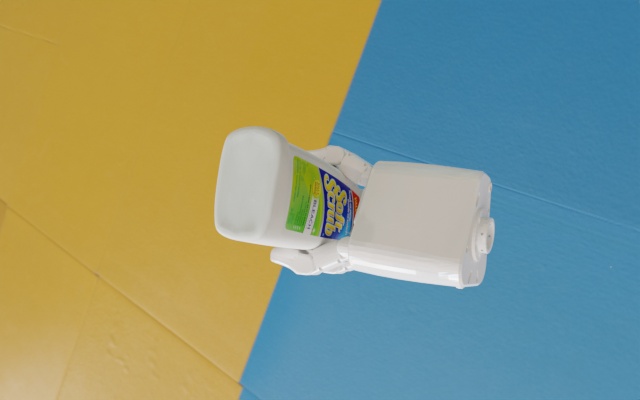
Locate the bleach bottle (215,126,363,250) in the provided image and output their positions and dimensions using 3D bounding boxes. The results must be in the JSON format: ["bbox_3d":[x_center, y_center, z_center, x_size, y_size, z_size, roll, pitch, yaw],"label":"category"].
[{"bbox_3d":[0.000,0.002,0.506,0.068,0.102,0.251,6,-3,32],"label":"bleach bottle"}]
